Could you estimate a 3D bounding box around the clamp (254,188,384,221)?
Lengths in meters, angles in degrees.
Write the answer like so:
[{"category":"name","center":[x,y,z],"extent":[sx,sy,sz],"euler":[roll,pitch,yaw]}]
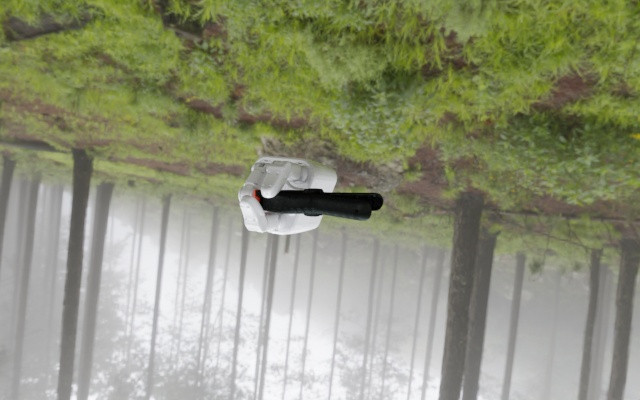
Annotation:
[{"category":"clamp","center":[0.000,0.003,0.626],"extent":[0.171,0.039,0.120],"euler":[7,2,23]}]
